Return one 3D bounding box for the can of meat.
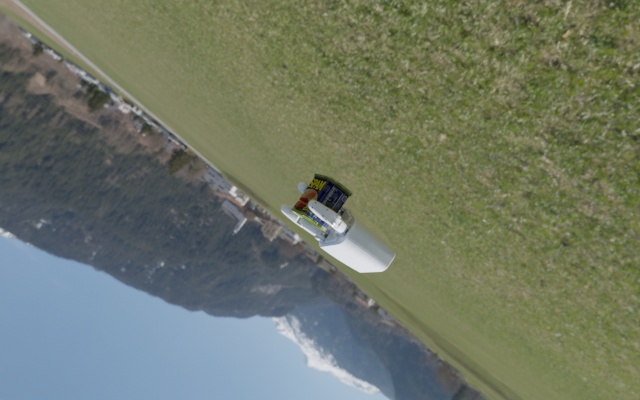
[{"bbox_3d":[0.000,0.003,0.872,0.057,0.084,0.102,37,-6,-21],"label":"can of meat"}]
